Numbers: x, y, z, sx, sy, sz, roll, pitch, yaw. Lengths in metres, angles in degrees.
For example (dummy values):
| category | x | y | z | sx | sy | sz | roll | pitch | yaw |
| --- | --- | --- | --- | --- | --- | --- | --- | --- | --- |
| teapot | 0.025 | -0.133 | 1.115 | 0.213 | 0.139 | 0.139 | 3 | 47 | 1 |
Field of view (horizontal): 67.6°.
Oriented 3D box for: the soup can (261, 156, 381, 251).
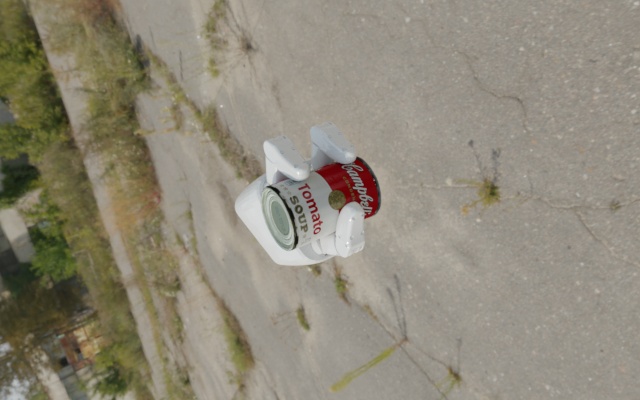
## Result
| category | x | y | z | sx | sy | sz | roll | pitch | yaw |
| --- | --- | --- | --- | --- | --- | --- | --- | --- | --- |
| soup can | 0.000 | 0.002 | 0.476 | 0.102 | 0.068 | 0.068 | -21 | 10 | -27 |
